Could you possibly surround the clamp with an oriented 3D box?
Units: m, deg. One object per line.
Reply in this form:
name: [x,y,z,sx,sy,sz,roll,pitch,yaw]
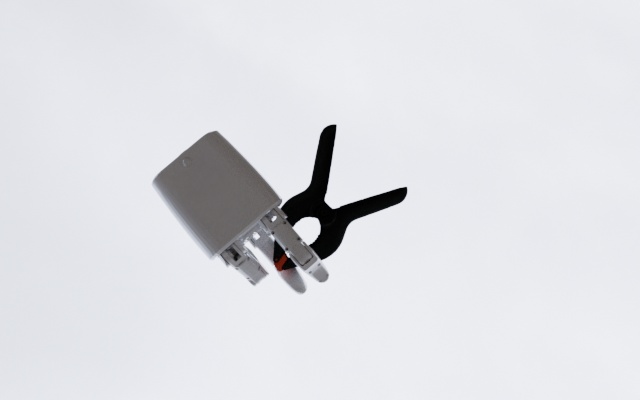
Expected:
clamp: [0.000,0.002,0.537,0.171,0.120,0.039,-41,-2,-4]
